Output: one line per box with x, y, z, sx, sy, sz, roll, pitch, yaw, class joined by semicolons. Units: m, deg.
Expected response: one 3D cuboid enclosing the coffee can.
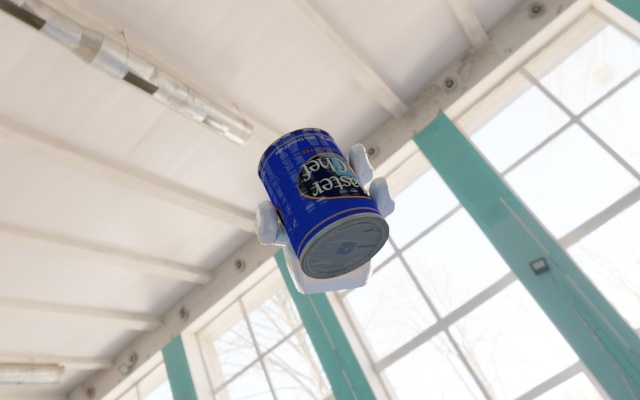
0.000;0.002;0.538;0.103;0.140;0.103;-19;-36;-14;coffee can
